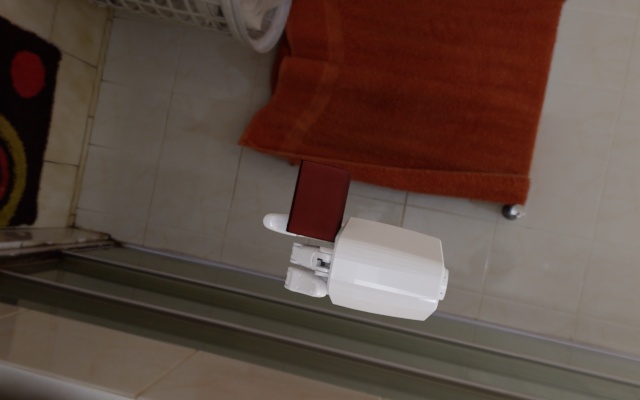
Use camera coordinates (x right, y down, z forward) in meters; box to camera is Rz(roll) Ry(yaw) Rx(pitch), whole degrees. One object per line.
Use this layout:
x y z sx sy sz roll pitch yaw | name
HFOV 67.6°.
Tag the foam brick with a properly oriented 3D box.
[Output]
0.000 0.001 0.509 0.051 0.078 0.053 11 -2 9 | foam brick
